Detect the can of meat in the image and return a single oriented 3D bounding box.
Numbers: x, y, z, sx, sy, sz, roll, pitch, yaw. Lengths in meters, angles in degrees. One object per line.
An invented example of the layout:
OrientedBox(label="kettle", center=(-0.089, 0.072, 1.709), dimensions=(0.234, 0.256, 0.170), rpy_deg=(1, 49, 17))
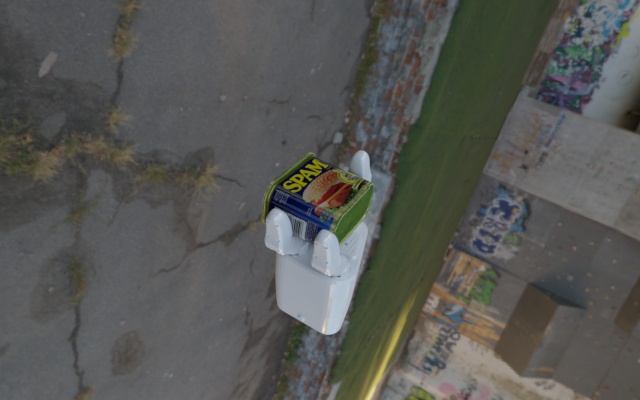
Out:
OrientedBox(label="can of meat", center=(0.000, 0.002, 0.516), dimensions=(0.084, 0.057, 0.102), rpy_deg=(26, 40, 19))
